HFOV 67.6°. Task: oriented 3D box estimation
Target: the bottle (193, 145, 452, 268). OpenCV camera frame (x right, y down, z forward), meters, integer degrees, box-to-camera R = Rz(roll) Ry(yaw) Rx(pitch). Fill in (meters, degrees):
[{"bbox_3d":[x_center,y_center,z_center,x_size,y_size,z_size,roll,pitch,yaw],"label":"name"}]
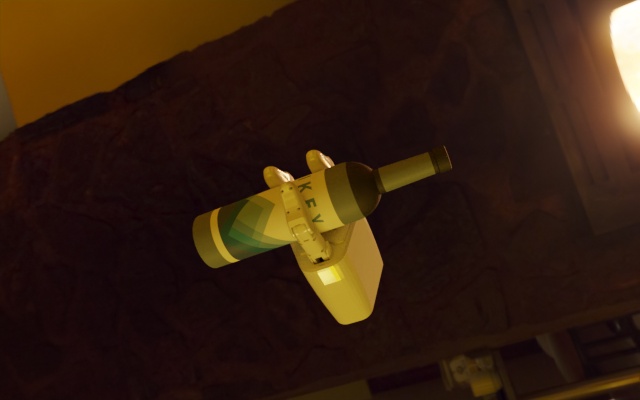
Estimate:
[{"bbox_3d":[0.000,0.002,0.540,0.296,0.069,0.069,-19,-5,13],"label":"bottle"}]
